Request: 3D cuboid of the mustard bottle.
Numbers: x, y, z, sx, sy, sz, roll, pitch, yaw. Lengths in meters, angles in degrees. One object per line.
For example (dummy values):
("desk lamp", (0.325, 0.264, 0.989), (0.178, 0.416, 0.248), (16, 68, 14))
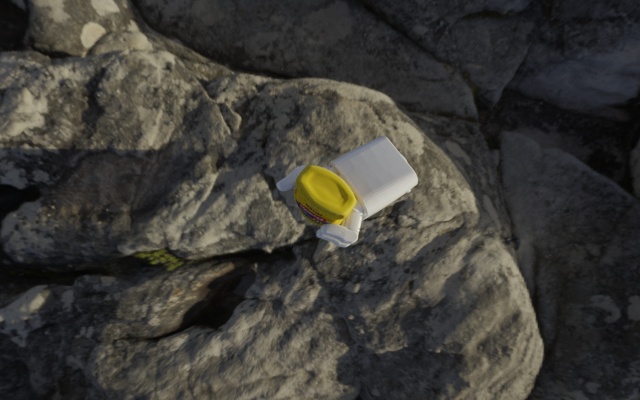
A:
("mustard bottle", (0.000, 0.003, 0.802), (0.096, 0.058, 0.192), (35, -13, 2))
